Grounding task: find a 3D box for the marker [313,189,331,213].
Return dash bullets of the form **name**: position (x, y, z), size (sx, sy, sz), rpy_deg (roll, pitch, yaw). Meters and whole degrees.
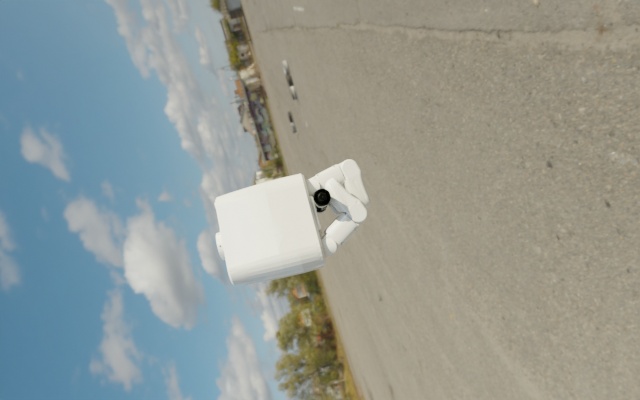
- **marker**: position (0.000, 0.002, 0.561), size (0.020, 0.020, 0.121), rpy_deg (0, -5, -2)
